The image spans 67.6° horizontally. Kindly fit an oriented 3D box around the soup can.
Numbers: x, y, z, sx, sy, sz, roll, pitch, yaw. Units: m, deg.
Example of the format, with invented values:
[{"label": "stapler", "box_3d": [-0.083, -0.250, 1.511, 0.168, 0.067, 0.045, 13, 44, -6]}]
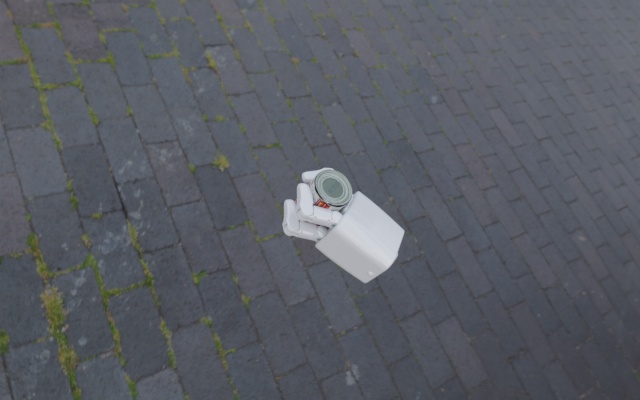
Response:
[{"label": "soup can", "box_3d": [0.000, 0.002, 0.780, 0.068, 0.068, 0.102, 0, -27, -28]}]
